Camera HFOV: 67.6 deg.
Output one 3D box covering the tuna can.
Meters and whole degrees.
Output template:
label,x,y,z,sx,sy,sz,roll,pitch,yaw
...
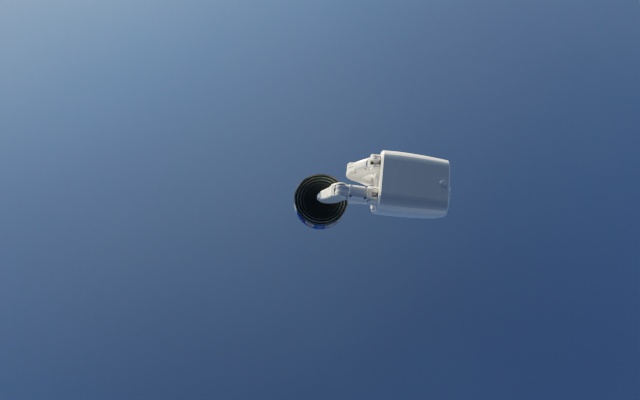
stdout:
label,x,y,z,sx,sy,sz,roll,pitch,yaw
tuna can,0.000,0.003,0.773,0.086,0.086,0.034,0,-17,-4
